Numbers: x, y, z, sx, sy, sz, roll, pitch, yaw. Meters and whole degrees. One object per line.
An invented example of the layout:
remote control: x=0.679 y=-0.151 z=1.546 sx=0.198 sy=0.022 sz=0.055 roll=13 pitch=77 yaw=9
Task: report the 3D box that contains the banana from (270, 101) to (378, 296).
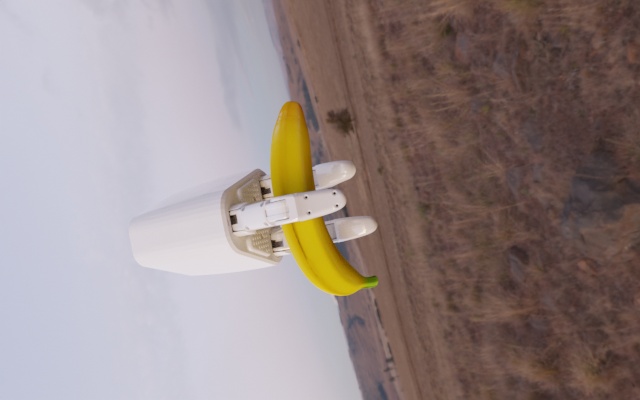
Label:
banana: x=-0.008 y=0.013 z=0.427 sx=0.037 sy=0.198 sz=0.069 roll=-9 pitch=23 yaw=37
